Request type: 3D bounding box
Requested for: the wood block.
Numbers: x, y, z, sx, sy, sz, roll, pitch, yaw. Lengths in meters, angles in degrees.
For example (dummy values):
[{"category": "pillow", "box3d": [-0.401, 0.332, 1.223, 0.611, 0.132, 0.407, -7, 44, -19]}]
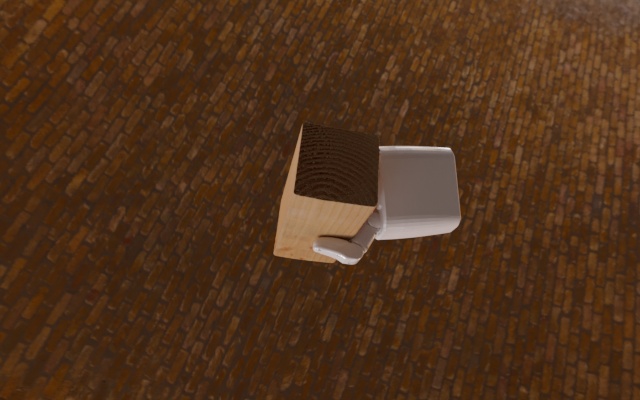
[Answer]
[{"category": "wood block", "box3d": [0.000, 0.002, 0.595, 0.090, 0.090, 0.206, 9, -25, -8]}]
